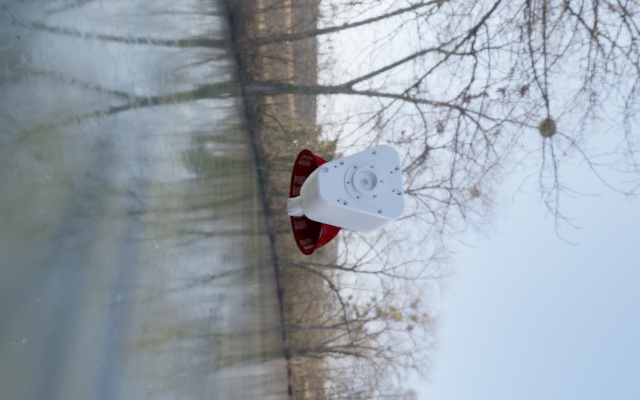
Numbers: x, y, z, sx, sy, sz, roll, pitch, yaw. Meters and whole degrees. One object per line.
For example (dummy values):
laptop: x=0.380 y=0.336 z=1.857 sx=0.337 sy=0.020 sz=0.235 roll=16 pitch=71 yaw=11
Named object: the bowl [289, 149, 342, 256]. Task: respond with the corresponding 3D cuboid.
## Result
bowl: x=0.000 y=0.002 z=0.736 sx=0.055 sy=0.162 sz=0.162 roll=-1 pitch=0 yaw=-21
